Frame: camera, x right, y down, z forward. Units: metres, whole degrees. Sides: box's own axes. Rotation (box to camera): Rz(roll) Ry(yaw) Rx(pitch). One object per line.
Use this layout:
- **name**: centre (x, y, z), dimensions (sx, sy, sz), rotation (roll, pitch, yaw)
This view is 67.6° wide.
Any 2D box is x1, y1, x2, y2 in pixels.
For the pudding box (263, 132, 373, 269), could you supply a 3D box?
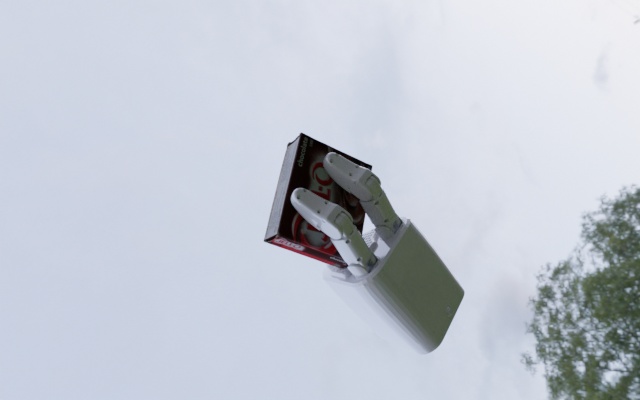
- **pudding box**: centre (0.000, 0.002, 0.479), dimensions (0.090, 0.113, 0.039), rotation (23, -27, -26)
